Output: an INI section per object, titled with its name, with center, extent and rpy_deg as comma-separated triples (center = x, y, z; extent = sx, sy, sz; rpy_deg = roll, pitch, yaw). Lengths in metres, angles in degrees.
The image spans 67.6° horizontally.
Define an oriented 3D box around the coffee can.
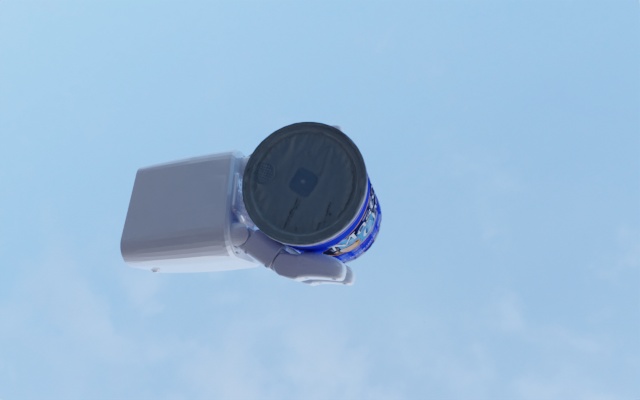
[coffee can]
center = 0.000, 0.001, 0.443
extent = 0.103, 0.102, 0.140
rpy_deg = 0, -14, 12
